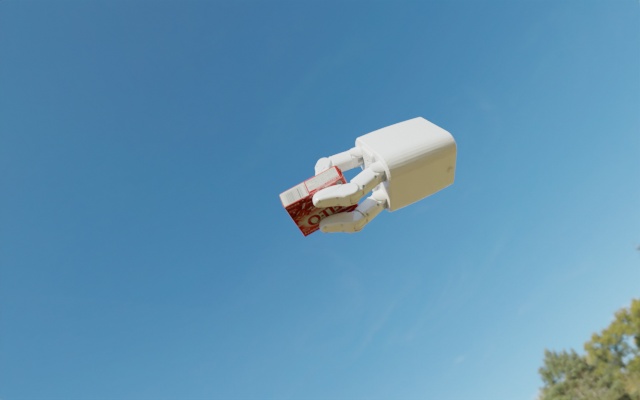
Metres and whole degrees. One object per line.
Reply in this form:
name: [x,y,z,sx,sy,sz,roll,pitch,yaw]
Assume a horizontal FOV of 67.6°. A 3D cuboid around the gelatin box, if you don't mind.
gelatin box: [0.000,0.002,0.651,0.089,0.030,0.073,-27,-42,3]
